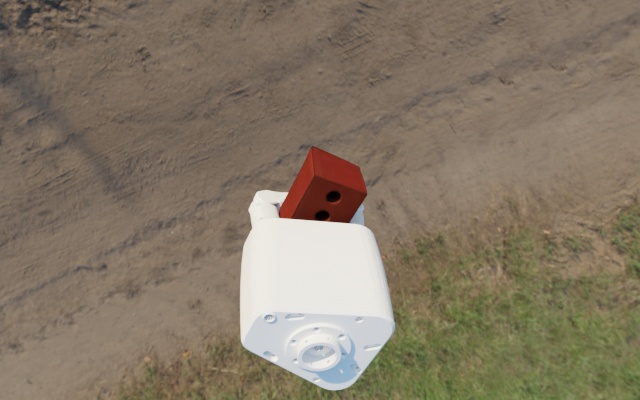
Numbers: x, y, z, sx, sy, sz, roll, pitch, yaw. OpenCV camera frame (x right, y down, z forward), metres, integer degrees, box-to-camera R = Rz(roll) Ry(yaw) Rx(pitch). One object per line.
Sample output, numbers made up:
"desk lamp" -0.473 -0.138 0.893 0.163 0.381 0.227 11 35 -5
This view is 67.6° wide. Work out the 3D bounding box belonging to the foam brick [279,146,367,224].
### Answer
"foam brick" 0.000 0.001 0.441 0.053 0.078 0.051 20 29 -17
